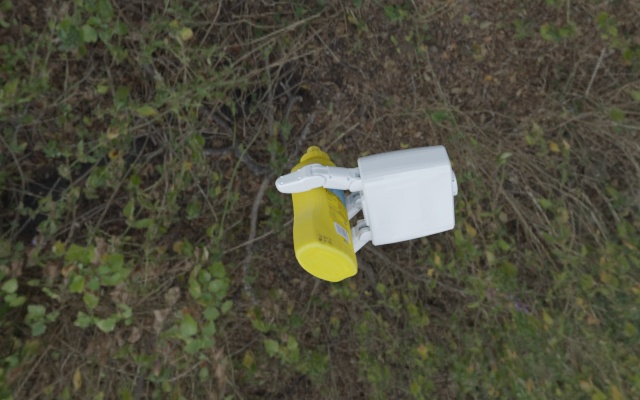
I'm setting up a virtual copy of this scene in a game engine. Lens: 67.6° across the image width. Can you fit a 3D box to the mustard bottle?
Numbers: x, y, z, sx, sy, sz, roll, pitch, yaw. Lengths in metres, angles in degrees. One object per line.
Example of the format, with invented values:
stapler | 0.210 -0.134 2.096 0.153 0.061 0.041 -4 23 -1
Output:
mustard bottle | 0.000 0.002 0.618 0.058 0.191 0.096 -27 -43 24
